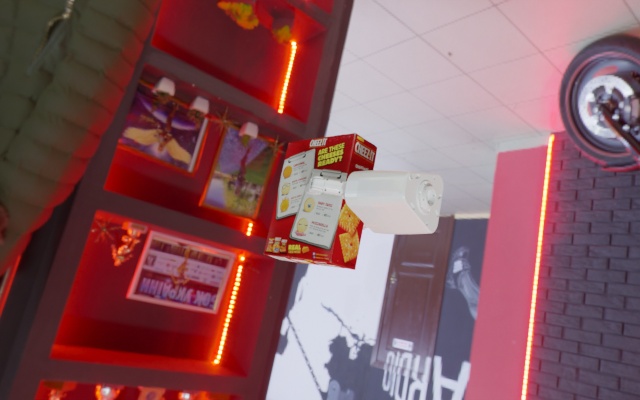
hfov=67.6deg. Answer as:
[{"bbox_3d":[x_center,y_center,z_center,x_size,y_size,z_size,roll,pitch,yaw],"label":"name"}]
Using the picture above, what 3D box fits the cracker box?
[{"bbox_3d":[0.000,0.003,0.820,0.164,0.213,0.072,0,-17,44],"label":"cracker box"}]
